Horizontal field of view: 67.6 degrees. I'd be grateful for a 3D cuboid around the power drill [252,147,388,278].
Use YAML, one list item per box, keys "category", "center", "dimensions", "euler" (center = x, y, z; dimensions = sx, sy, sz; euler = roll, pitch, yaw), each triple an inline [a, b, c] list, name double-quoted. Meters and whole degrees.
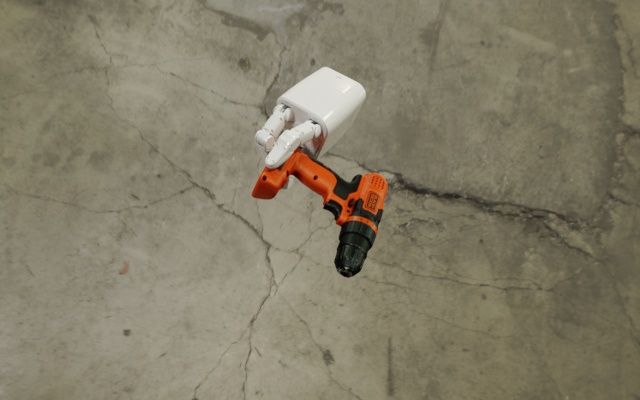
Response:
- category: "power drill"
  center: [0.000, 0.002, 0.689]
  dimensions: [0.187, 0.184, 0.057]
  euler: [29, -41, -7]
